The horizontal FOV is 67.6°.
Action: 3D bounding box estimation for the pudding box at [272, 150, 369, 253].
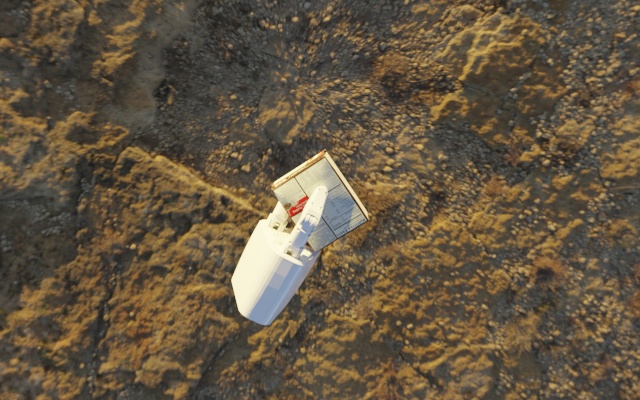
[{"bbox_3d":[0.000,0.002,0.653,0.090,0.113,0.039,-32,15,9],"label":"pudding box"}]
